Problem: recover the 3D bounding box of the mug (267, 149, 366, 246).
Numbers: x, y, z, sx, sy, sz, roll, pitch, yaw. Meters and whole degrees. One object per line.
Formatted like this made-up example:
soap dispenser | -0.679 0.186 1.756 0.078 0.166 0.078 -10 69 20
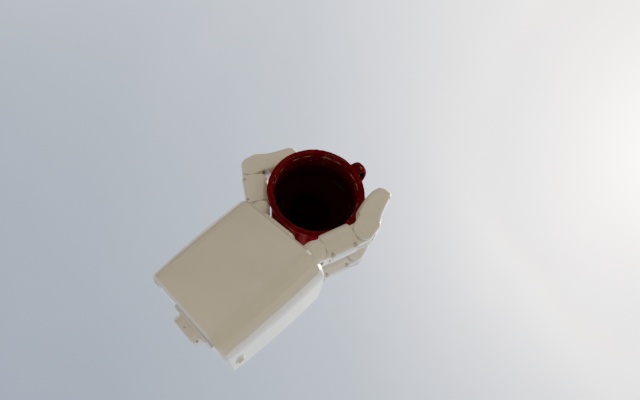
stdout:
mug | 0.001 0.001 0.490 0.117 0.093 0.081 -39 -15 -23
